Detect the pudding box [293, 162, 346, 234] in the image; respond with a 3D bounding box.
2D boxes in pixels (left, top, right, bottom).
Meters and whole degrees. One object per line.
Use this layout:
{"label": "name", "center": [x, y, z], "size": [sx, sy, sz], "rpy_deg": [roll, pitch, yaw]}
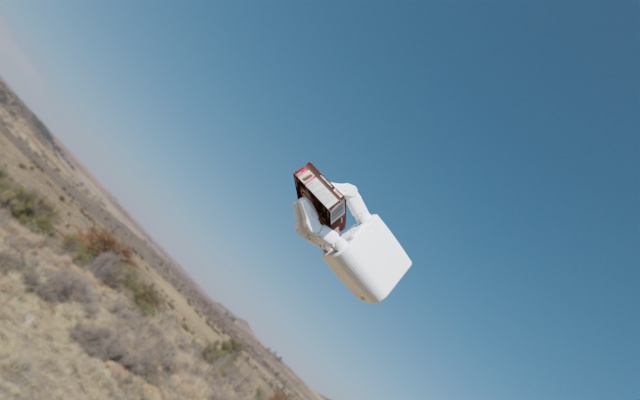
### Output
{"label": "pudding box", "center": [0.000, 0.002, 0.772], "size": [0.039, 0.090, 0.114], "rpy_deg": [-37, -23, -18]}
